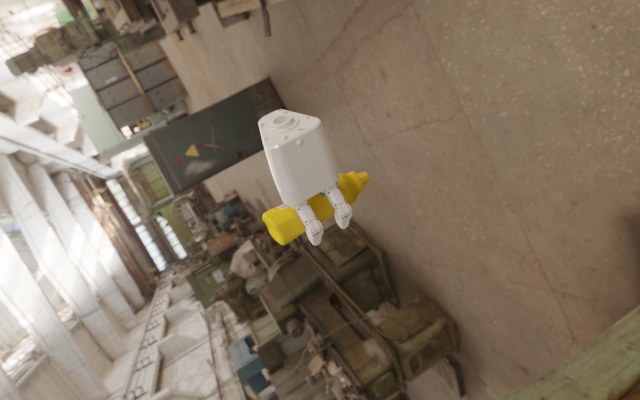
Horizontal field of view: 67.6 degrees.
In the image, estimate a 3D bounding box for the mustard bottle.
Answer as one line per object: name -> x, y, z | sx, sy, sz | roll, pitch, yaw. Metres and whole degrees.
mustard bottle -> 0.000, 0.003, 0.803 | 0.191, 0.058, 0.096 | -30, 13, -14
